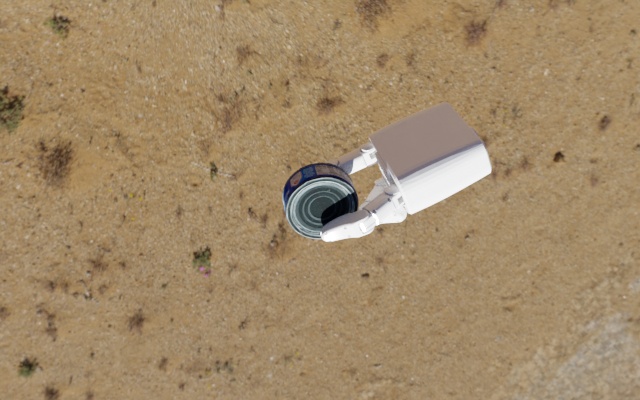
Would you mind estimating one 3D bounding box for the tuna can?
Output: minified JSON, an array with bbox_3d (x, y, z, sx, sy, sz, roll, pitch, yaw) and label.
[{"bbox_3d":[0.000,0.002,0.549,0.086,0.086,0.033,0,32,-10],"label":"tuna can"}]
